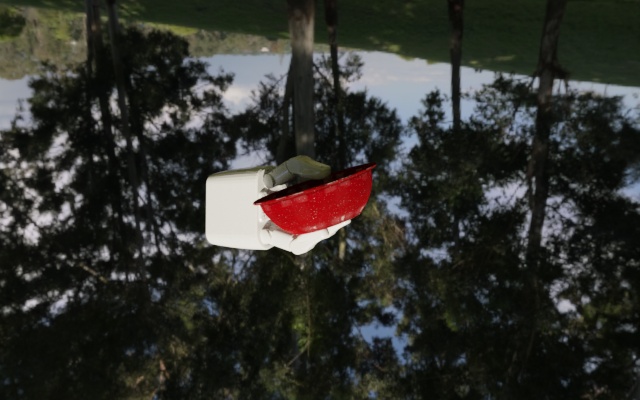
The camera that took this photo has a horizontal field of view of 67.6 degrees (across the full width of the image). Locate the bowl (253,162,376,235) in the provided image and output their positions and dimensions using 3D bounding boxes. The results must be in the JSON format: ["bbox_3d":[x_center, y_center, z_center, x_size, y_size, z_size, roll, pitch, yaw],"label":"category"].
[{"bbox_3d":[0.001,0.002,0.599,0.162,0.055,0.162,-18,6,2],"label":"bowl"}]
